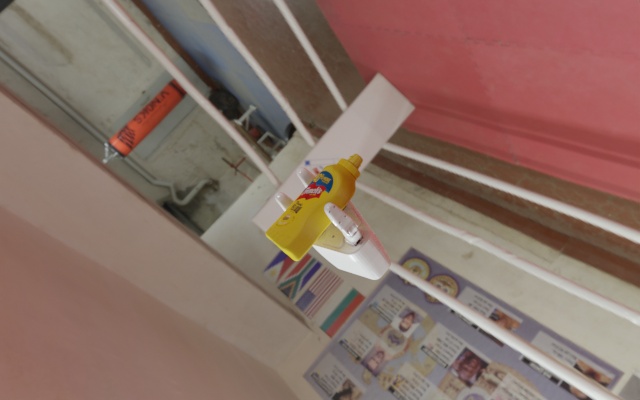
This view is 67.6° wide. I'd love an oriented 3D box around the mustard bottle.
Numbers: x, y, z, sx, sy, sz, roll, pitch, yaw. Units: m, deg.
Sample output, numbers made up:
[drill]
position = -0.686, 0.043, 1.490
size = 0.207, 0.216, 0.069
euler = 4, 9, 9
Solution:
[mustard bottle]
position = 0.000, 0.002, 0.749
size = 0.058, 0.191, 0.096
euler = 45, -9, -23
